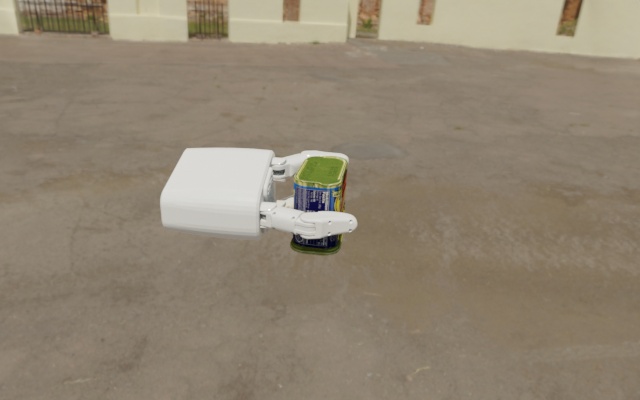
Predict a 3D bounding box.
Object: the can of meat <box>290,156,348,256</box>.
[{"bbox_3d":[0.000,0.002,0.550,0.057,0.084,0.102,5,23,7],"label":"can of meat"}]
